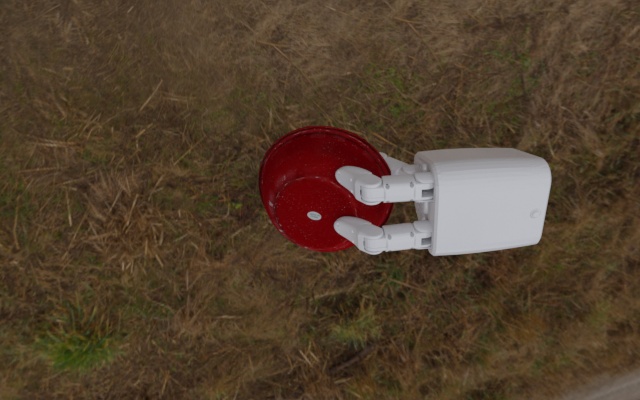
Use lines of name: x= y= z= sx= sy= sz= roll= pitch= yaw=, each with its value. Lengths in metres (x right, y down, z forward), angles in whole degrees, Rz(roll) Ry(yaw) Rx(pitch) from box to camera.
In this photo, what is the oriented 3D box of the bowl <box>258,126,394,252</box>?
bowl: x=-0.001 y=0.002 z=0.531 sx=0.162 sy=0.162 sz=0.055 roll=0 pitch=30 yaw=14
